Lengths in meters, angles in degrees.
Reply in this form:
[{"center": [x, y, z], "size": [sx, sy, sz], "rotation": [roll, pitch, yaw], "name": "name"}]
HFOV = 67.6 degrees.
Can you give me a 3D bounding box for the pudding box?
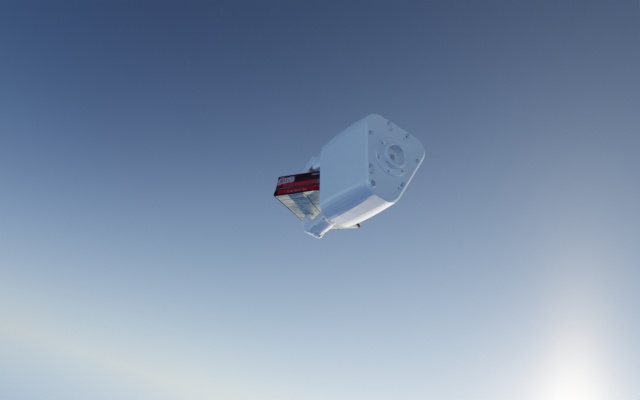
[{"center": [0.000, 0.002, 0.700], "size": [0.090, 0.039, 0.113], "rotation": [-5, -35, 34], "name": "pudding box"}]
